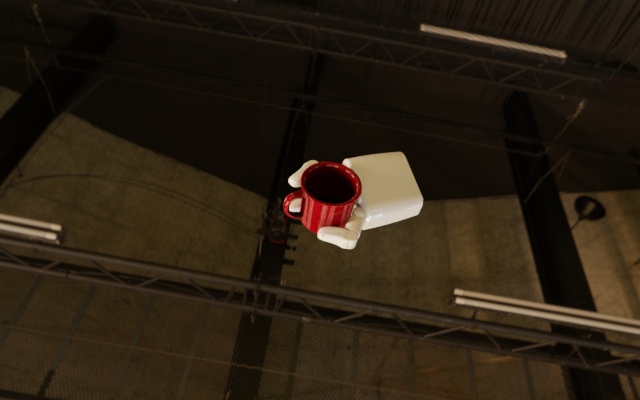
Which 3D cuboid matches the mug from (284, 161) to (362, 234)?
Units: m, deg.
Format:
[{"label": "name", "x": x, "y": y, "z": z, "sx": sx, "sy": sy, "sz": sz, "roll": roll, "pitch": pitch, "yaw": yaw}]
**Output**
[{"label": "mug", "x": -0.001, "y": 0.003, "z": 0.738, "sx": 0.117, "sy": 0.093, "sz": 0.082, "roll": -11, "pitch": -38, "yaw": -19}]
